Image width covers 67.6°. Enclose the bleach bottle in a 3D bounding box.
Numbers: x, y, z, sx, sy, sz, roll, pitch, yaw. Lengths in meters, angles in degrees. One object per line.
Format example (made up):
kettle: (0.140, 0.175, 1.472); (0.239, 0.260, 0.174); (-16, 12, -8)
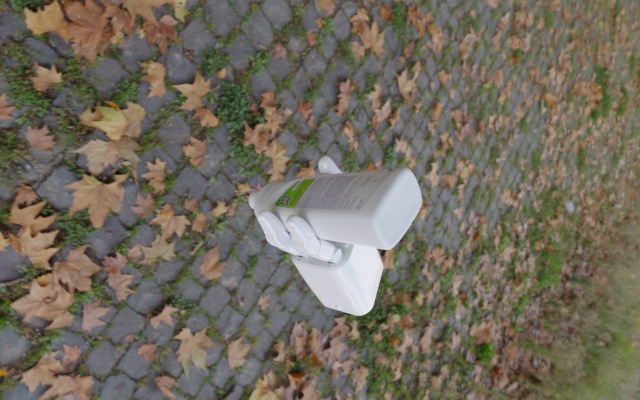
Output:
bleach bottle: (0.000, 0.002, 0.637); (0.251, 0.068, 0.102); (6, 45, 42)
